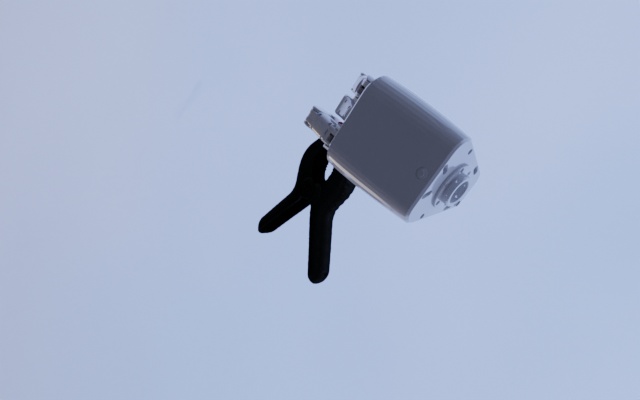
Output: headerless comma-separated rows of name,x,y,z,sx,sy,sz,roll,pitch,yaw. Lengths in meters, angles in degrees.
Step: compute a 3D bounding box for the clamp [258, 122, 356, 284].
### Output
clamp,0.000,0.002,0.523,0.039,0.171,0.120,3,34,-51
